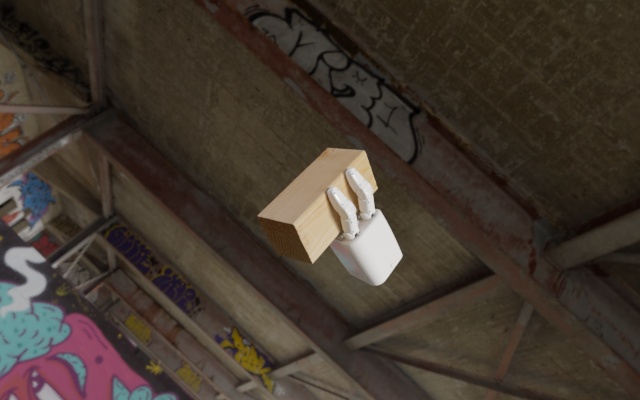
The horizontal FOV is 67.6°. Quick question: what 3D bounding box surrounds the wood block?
[{"bbox_3d":[0.000,0.003,0.838,0.091,0.090,0.206,9,44,41],"label":"wood block"}]
